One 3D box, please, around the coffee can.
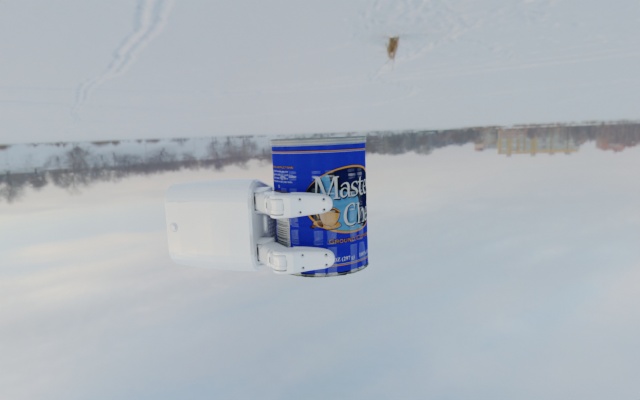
[{"bbox_3d":[0.000,0.002,0.521,0.103,0.140,0.103,-2,8,0],"label":"coffee can"}]
